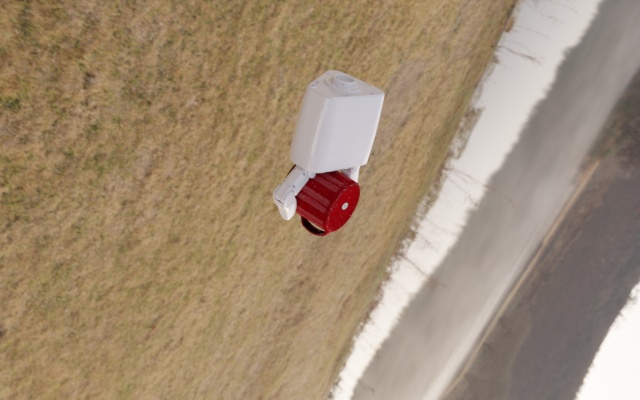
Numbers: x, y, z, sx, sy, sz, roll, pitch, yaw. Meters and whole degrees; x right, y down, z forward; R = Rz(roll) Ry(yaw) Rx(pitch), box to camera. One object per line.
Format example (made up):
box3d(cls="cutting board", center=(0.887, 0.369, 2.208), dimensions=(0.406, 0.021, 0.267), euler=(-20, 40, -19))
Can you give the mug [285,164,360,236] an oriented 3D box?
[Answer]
box3d(cls="mug", center=(0.000, 0.004, 0.688), dimensions=(0.081, 0.117, 0.093), euler=(31, 37, 25))
